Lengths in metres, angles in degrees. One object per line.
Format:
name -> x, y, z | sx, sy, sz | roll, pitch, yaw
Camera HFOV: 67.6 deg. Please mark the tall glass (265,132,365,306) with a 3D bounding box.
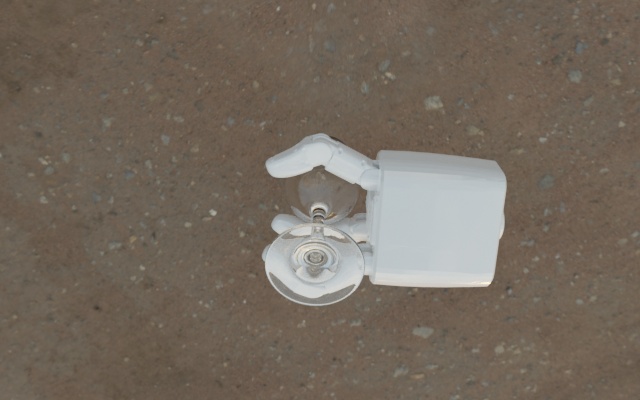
tall glass -> 0.000, 0.002, 0.438 | 0.079, 0.079, 0.201 | 0, 29, 2
